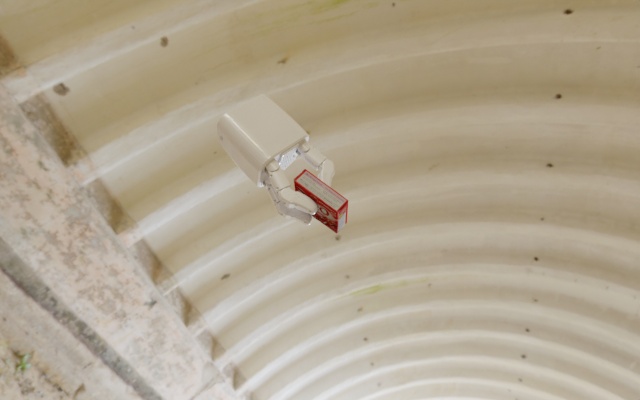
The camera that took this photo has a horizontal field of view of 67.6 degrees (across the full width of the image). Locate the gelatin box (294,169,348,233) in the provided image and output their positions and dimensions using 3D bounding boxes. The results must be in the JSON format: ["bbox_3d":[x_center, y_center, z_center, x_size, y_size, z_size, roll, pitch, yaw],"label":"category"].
[{"bbox_3d":[0.001,0.002,0.738,0.089,0.030,0.073,36,-23,19],"label":"gelatin box"}]
